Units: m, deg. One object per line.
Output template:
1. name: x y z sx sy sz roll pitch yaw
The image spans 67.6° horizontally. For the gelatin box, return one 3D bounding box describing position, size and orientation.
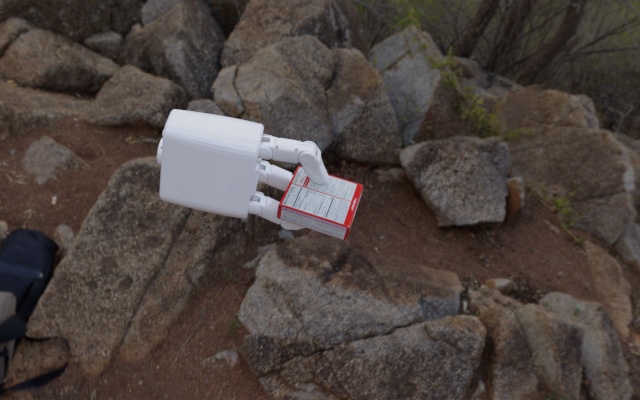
1. gelatin box: 0.000 0.002 0.584 0.089 0.073 0.030 17 -42 5
